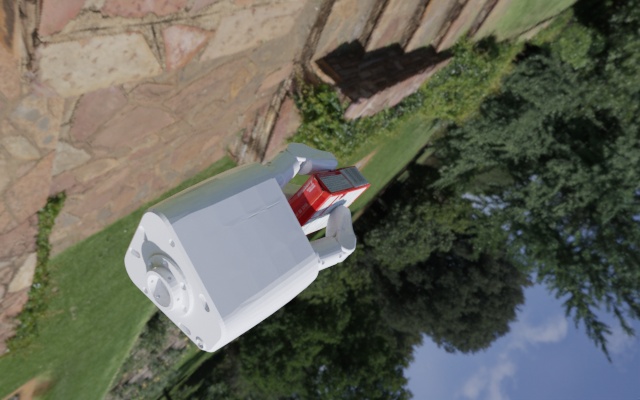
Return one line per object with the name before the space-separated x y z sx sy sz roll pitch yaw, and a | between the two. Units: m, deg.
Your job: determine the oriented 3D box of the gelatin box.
gelatin box | 0.001 0.002 0.478 0.073 0.030 0.089 -46 -15 28
